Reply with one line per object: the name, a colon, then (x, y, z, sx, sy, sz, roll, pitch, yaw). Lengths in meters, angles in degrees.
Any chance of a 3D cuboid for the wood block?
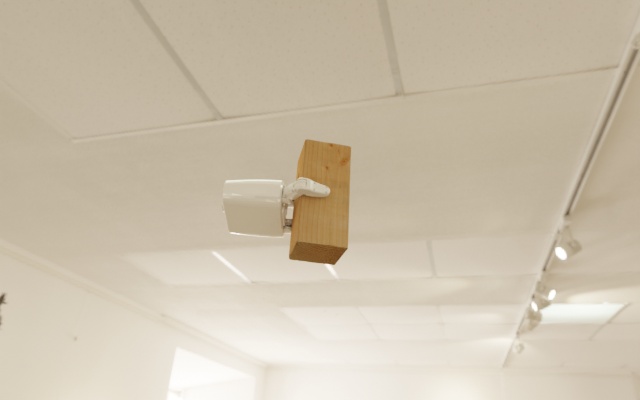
wood block: (0.000, 0.003, 0.877, 0.090, 0.206, 0.091, 9, -28, -10)
